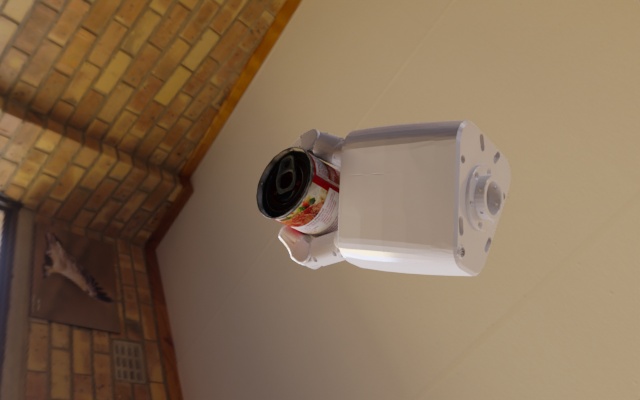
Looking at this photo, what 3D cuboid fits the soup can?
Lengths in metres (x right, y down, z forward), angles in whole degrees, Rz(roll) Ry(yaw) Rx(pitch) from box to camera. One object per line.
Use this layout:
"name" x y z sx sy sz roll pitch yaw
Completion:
"soup can" 0.000 0.002 0.451 0.068 0.068 0.102 0 -21 44
